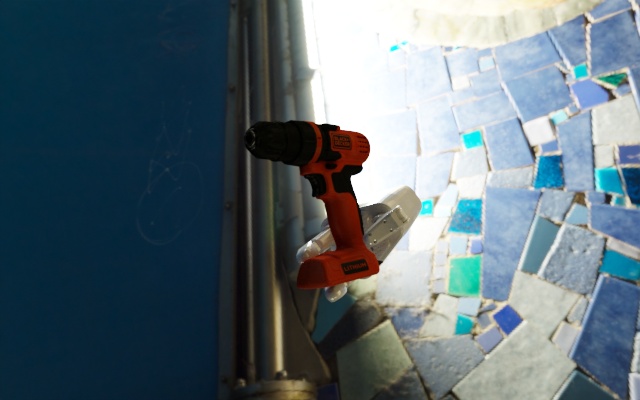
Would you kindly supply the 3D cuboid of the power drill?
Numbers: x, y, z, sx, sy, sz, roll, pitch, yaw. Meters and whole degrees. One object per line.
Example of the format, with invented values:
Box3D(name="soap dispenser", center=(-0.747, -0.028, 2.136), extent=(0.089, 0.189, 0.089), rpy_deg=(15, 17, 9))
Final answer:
Box3D(name="power drill", center=(0.000, 0.002, 0.544), extent=(0.184, 0.187, 0.057), rpy_deg=(-2, -7, -45))
